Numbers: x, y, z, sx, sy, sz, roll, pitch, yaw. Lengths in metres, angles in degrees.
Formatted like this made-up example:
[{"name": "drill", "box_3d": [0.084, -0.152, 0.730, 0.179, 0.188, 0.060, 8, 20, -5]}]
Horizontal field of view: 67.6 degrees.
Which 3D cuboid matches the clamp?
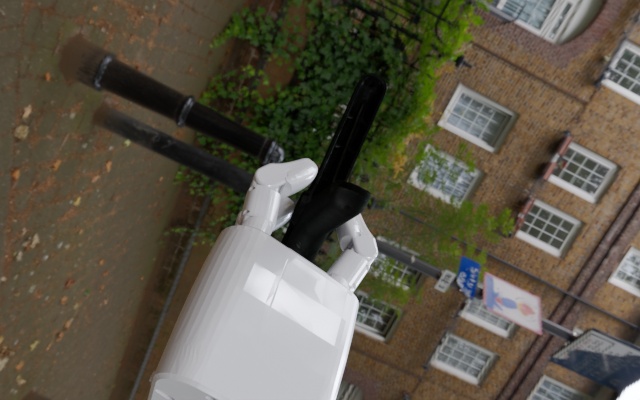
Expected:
[{"name": "clamp", "box_3d": [0.001, 0.002, 0.407, 0.036, 0.164, 0.210, 24, -43, -6]}]
